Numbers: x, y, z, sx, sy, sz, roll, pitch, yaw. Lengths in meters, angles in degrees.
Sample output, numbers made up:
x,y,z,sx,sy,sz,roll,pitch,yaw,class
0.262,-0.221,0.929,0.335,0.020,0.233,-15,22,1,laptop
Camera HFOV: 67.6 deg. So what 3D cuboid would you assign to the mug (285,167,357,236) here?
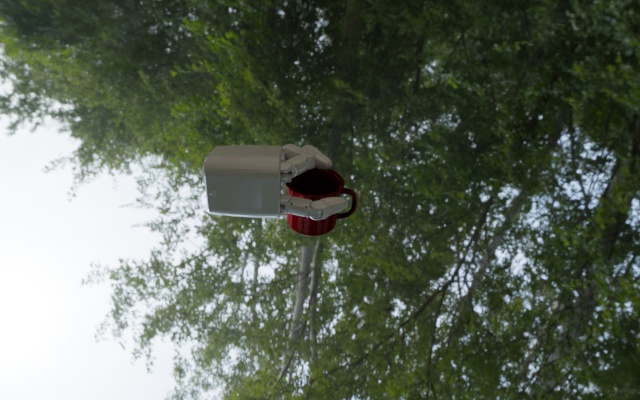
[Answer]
x,y,z,sx,sy,sz,roll,pitch,yaw,class
0.002,0.003,0.762,0.117,0.082,0.093,3,34,-3,mug
